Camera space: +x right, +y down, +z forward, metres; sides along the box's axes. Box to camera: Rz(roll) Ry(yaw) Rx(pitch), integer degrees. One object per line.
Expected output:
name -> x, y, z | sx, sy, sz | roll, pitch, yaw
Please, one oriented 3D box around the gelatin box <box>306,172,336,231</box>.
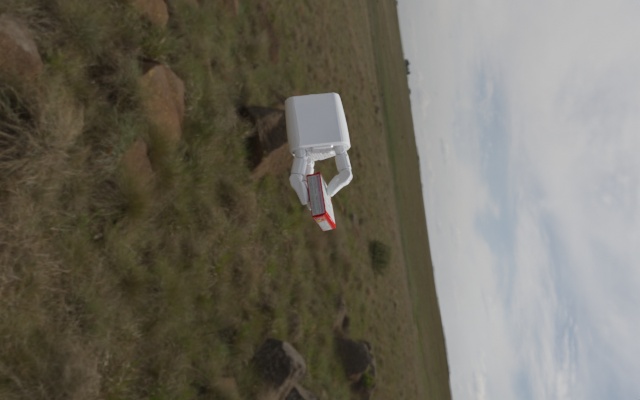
gelatin box -> 0.001, 0.003, 0.887 | 0.030, 0.089, 0.073 | -14, -27, 9
